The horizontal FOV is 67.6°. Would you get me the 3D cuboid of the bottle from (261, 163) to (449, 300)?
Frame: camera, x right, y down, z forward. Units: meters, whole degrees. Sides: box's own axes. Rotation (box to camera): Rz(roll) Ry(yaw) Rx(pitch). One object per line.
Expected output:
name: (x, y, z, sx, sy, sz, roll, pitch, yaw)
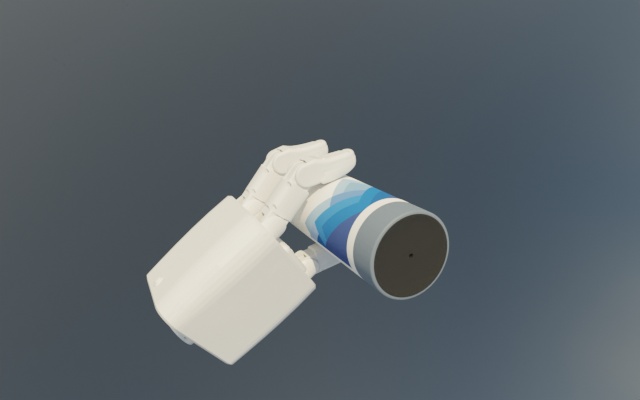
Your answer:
bottle: (0.000, 0.002, 0.458, 0.069, 0.069, 0.295, 0, 15, -26)
